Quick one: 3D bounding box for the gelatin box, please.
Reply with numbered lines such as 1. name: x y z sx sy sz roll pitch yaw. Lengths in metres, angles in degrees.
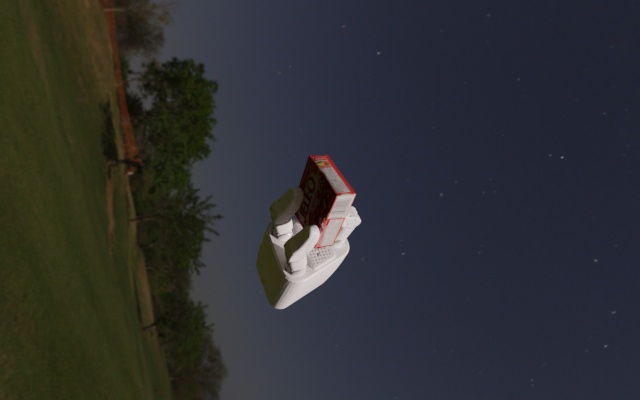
1. gelatin box: 0.001 0.002 0.573 0.030 0.089 0.073 -6 45 -31
